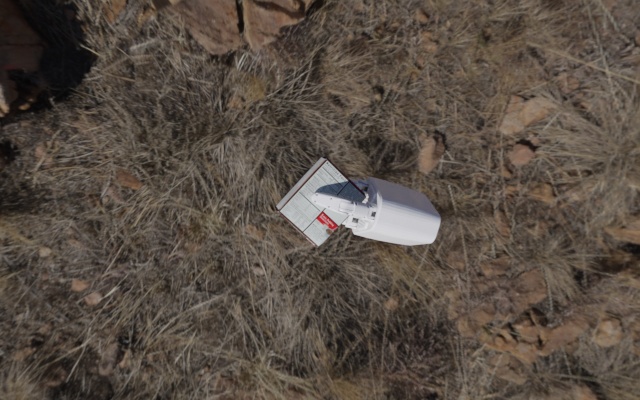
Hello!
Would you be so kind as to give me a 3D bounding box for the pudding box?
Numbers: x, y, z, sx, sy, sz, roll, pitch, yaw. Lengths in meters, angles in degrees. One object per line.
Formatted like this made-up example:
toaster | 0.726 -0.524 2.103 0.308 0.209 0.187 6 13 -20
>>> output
pudding box | 0.000 0.002 0.735 0.090 0.113 0.039 43 -2 -15
